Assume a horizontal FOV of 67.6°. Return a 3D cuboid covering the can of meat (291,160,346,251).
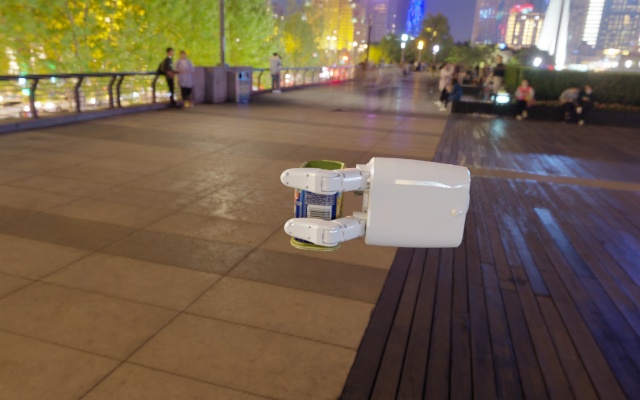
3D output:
[{"bbox_3d":[0.000,0.002,0.568,0.057,0.084,0.102,5,17,6],"label":"can of meat"}]
